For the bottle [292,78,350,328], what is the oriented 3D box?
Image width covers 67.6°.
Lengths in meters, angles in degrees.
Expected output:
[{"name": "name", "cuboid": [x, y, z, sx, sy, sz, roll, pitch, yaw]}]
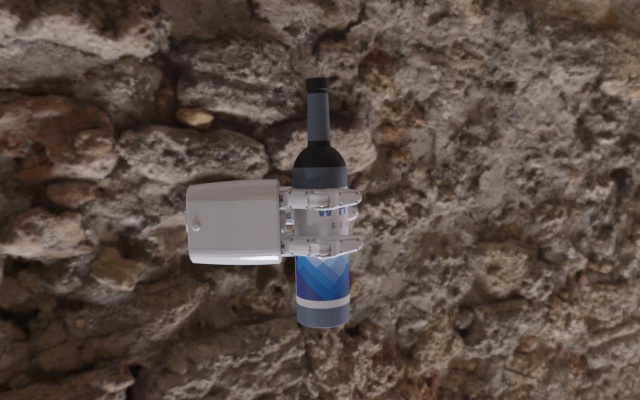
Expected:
[{"name": "bottle", "cuboid": [0.000, 0.002, 0.583, 0.069, 0.296, 0.069, -1, 6, 0]}]
